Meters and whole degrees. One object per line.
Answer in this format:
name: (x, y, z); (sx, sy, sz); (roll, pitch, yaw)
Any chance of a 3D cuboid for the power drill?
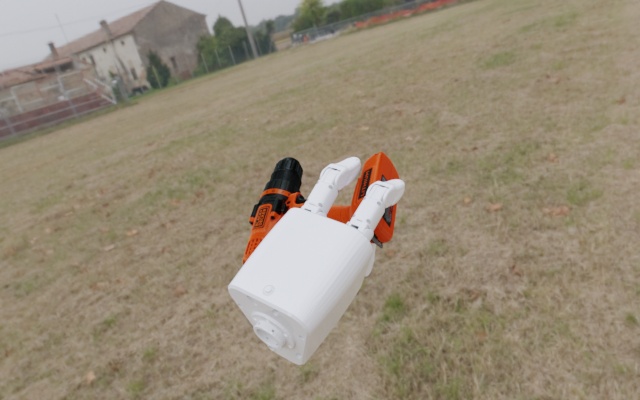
power drill: (0.000, 0.002, 0.583); (0.188, 0.184, 0.057); (-15, -44, 32)
